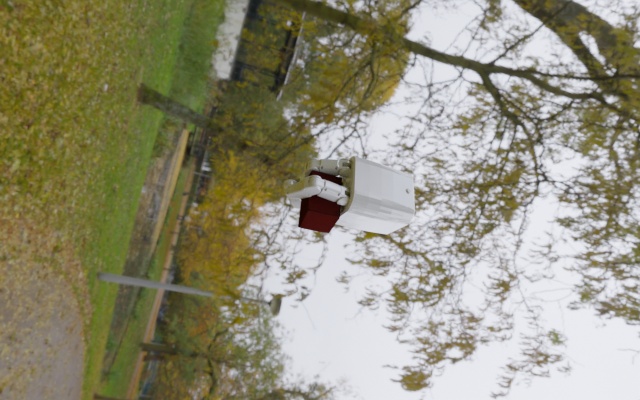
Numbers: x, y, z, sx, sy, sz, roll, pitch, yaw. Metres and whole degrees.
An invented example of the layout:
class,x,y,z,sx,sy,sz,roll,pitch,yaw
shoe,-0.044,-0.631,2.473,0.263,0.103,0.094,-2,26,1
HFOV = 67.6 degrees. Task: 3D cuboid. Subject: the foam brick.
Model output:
class,x,y,z,sx,sy,sz,roll,pitch,yaw
foam brick,0.000,0.003,0.734,0.051,0.078,0.053,15,-36,-13
